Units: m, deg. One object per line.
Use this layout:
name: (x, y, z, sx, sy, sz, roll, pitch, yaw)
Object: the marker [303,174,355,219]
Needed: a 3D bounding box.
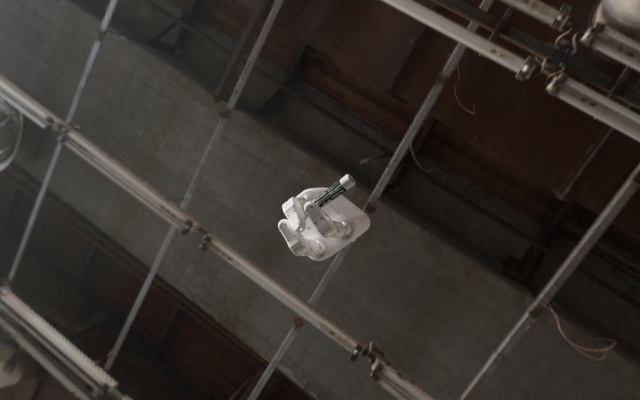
marker: (0.000, 0.002, 0.721, 0.121, 0.020, 0.020, -37, -14, 19)
